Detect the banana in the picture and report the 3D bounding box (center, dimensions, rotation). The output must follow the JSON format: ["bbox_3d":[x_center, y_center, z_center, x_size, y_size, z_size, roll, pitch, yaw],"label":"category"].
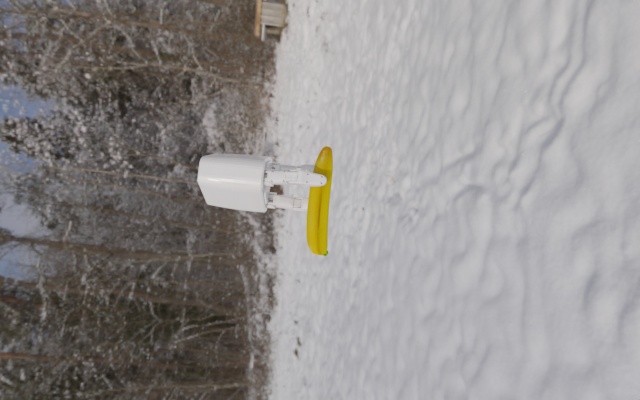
[{"bbox_3d":[-0.002,0.011,0.796,0.037,0.198,0.069,5,17,5],"label":"banana"}]
